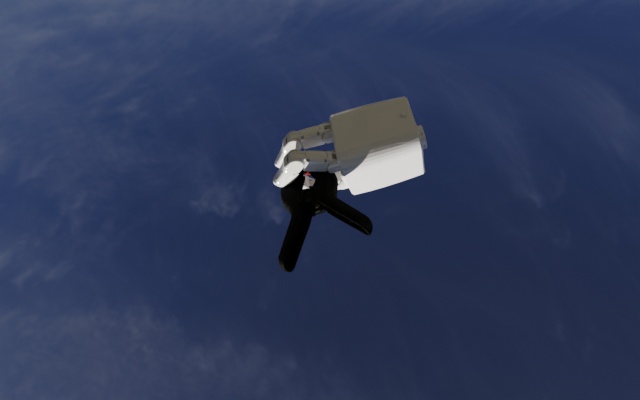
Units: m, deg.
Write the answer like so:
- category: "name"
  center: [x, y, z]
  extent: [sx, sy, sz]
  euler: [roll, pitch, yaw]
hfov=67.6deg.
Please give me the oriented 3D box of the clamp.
- category: "clamp"
  center: [0.000, 0.002, 0.604]
  extent: [0.120, 0.171, 0.039]
  euler: [-15, -39, 11]
